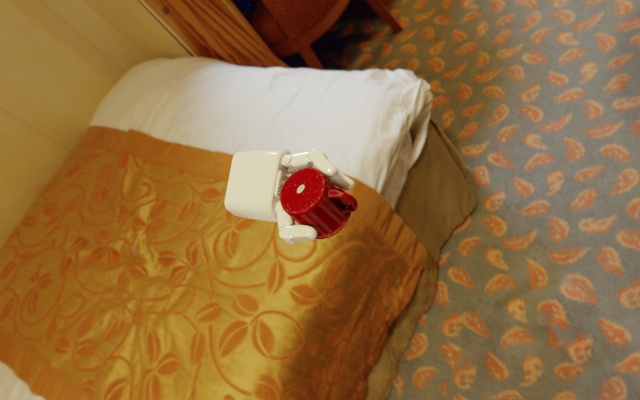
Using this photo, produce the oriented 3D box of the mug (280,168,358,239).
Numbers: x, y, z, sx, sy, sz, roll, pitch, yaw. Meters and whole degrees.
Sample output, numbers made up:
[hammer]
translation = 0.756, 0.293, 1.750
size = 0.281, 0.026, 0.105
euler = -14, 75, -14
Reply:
[mug]
translation = 0.001, 0.002, 0.735
size = 0.117, 0.093, 0.081
euler = 1, -26, 33
